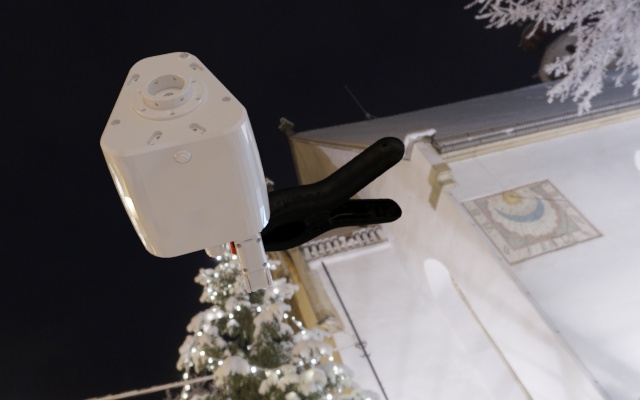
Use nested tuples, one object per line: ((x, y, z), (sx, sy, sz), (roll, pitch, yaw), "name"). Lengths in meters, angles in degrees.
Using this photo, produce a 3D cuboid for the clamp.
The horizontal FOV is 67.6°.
((0.000, 0.001, 0.420), (0.171, 0.039, 0.120), (-17, -37, -12), "clamp")
